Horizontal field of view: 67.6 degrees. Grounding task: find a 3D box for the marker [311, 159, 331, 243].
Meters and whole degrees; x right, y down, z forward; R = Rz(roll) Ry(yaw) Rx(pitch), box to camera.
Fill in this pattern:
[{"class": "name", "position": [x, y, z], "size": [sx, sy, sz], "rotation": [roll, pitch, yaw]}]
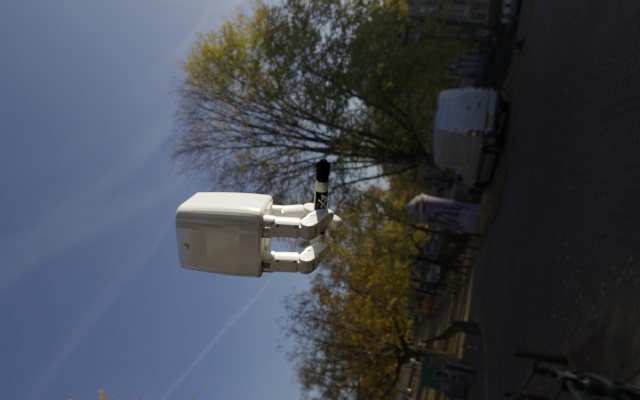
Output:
[{"class": "marker", "position": [0.000, 0.002, 0.626], "size": [0.020, 0.121, 0.020], "rotation": [3, 29, -2]}]
